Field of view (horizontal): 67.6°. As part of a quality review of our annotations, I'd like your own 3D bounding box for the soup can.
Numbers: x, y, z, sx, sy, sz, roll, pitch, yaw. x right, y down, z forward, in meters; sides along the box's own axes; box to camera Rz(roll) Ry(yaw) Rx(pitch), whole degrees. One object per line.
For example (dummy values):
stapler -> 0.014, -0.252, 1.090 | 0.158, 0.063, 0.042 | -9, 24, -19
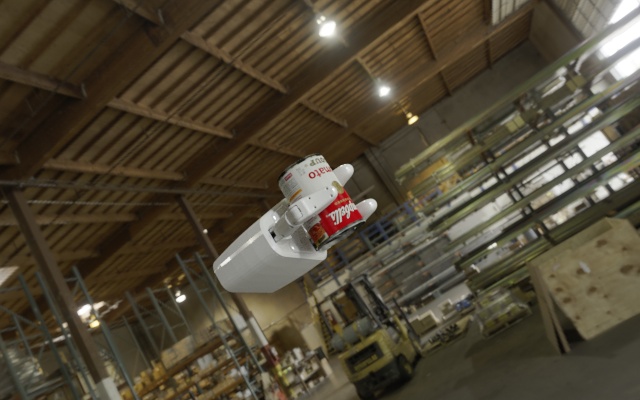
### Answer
soup can -> 0.000, 0.001, 0.591 | 0.068, 0.102, 0.068 | -31, -12, -8
